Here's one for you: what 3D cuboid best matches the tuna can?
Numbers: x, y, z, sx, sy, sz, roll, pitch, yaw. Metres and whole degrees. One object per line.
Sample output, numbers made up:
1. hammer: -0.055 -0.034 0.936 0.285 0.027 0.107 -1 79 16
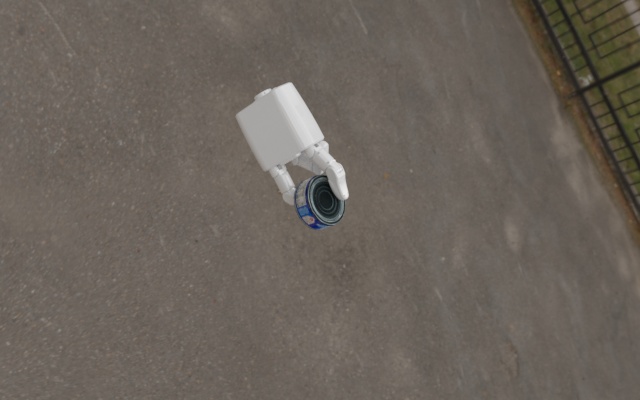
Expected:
1. tuna can: 0.001 0.002 0.768 0.086 0.086 0.034 0 -14 -44
